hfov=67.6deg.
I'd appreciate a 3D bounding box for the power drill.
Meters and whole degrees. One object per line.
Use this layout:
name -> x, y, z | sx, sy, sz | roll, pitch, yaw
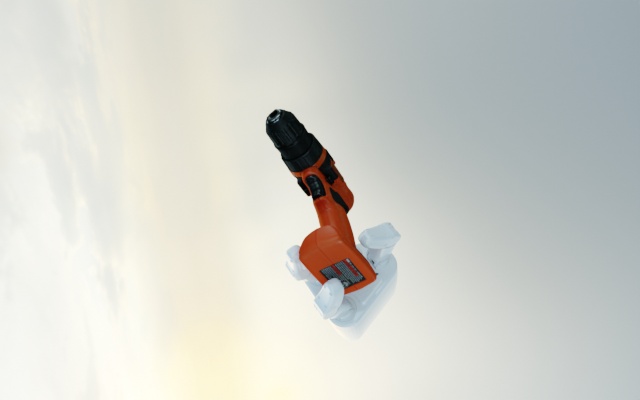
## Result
power drill -> 0.000, 0.002, 0.555 | 0.057, 0.187, 0.184 | -27, -46, 15
